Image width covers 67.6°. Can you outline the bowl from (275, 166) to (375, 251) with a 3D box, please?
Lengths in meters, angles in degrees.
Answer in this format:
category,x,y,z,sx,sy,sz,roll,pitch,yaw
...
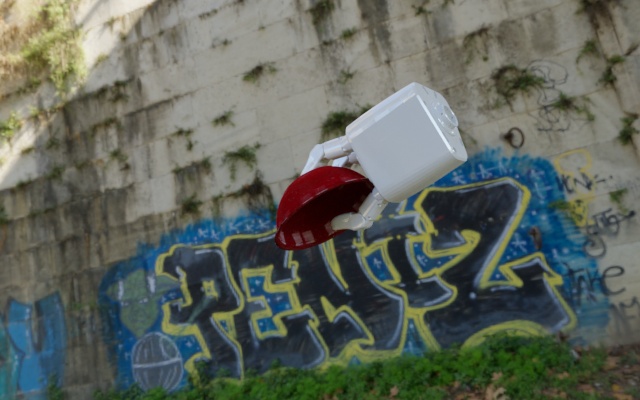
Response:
category,x,y,z,sx,sy,sz,roll,pitch,yaw
bowl,-0.001,0.003,0.656,0.162,0.055,0.162,-25,-25,-13
